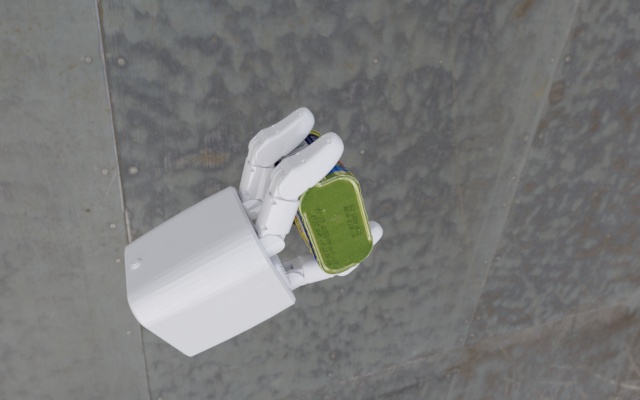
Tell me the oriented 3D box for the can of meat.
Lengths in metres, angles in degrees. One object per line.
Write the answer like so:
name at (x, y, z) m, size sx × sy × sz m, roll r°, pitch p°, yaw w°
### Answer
can of meat at (0.000, 0.002, 0.413) m, size 0.057 × 0.102 × 0.084 m, roll -25°, pitch 37°, yaw -8°
